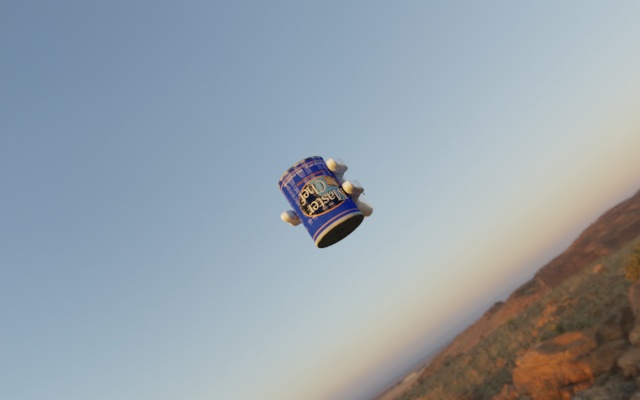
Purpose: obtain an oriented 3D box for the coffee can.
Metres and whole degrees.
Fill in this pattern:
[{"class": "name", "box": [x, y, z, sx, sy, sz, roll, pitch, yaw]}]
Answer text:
[{"class": "coffee can", "box": [0.000, 0.003, 0.885, 0.103, 0.140, 0.103, -30, -21, -12]}]
